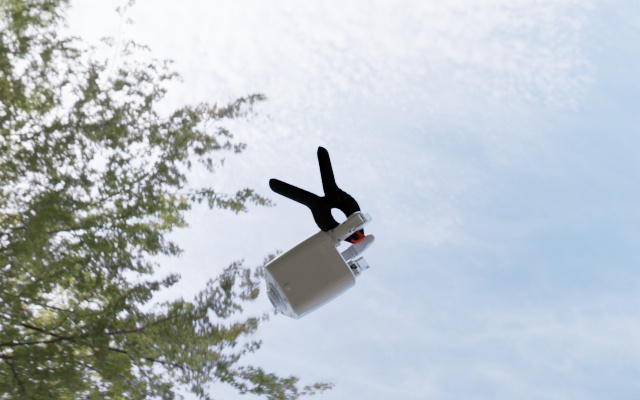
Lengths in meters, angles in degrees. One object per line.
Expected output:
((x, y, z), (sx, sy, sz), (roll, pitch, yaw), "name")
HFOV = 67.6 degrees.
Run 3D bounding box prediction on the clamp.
((0.000, 0.003, 0.762), (0.120, 0.171, 0.039), (-29, -13, -19), "clamp")
